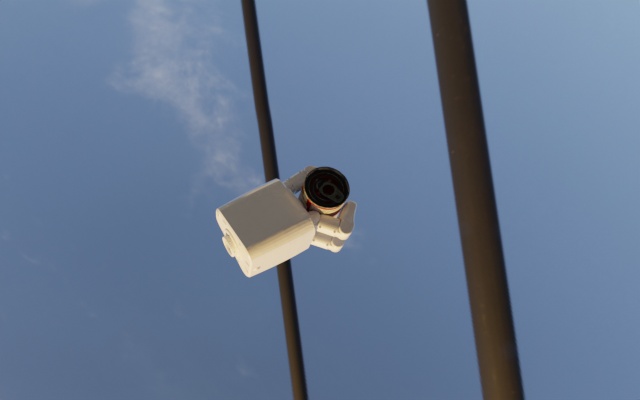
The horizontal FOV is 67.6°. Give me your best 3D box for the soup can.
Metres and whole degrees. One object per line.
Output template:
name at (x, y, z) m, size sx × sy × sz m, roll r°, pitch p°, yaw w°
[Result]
soup can at (0.000, 0.002, 0.731) m, size 0.068 × 0.068 × 0.102 m, roll 0°, pitch -26°, yaw -12°
